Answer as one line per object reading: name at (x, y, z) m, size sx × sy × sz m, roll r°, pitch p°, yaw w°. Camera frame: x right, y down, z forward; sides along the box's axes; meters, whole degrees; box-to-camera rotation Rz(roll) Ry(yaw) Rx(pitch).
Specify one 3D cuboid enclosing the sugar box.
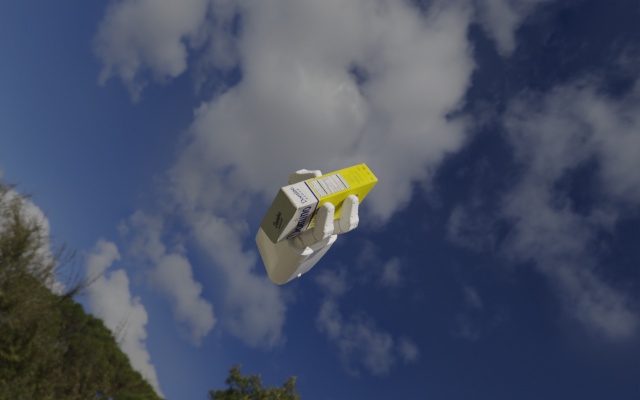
sugar box at (0.000, 0.003, 0.729) m, size 0.176 × 0.048 × 0.093 m, roll -23°, pitch -24°, yaw -42°
